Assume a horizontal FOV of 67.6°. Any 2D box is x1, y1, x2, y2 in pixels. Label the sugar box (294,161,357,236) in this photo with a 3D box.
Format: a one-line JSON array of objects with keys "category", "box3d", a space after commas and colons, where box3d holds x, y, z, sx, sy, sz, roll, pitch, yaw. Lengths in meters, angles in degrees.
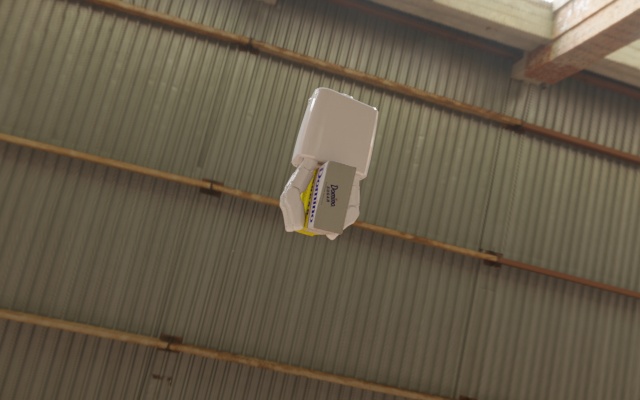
[{"category": "sugar box", "box3d": [0.000, 0.002, 0.694, 0.048, 0.093, 0.176, 14, -8, -9]}]
